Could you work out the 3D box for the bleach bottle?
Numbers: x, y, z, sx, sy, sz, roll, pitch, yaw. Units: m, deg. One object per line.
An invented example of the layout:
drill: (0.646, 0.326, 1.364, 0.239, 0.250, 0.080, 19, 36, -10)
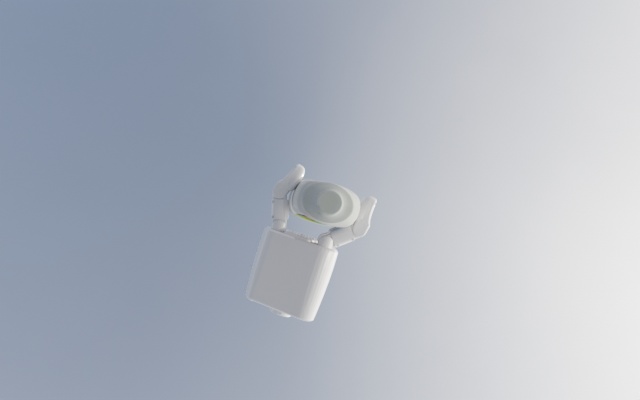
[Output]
bleach bottle: (0.000, 0.002, 0.681, 0.102, 0.068, 0.251, 18, -1, -1)
